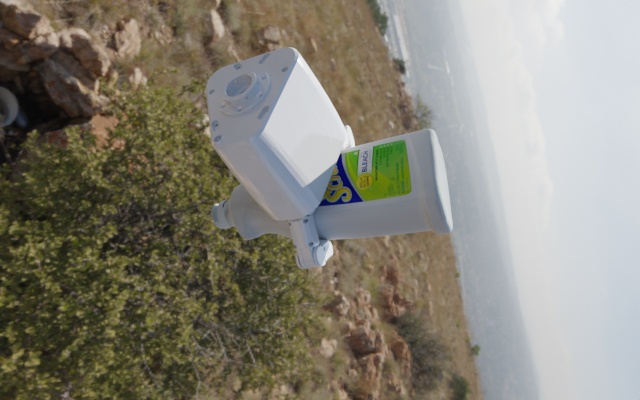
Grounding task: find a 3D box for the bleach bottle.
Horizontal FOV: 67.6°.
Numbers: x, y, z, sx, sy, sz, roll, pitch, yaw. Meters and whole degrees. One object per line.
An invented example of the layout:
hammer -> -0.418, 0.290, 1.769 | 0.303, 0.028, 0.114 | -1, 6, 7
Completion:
bleach bottle -> 0.000, 0.002, 0.491 | 0.251, 0.102, 0.068 | -11, -37, 20
